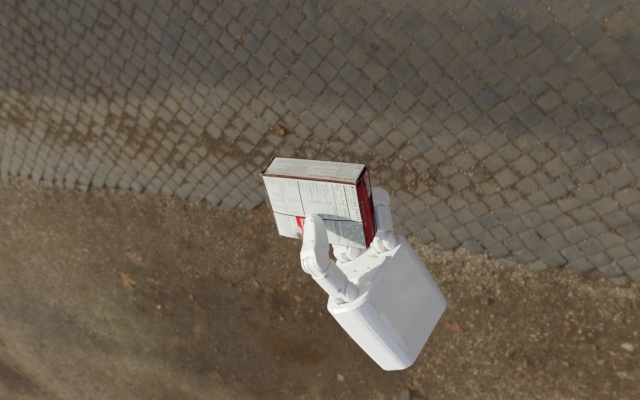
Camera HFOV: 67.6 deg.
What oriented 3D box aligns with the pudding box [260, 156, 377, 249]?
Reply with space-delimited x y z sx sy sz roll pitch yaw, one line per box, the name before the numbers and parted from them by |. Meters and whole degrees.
pudding box | 0.000 0.002 0.512 0.113 0.090 0.039 6 40 23
